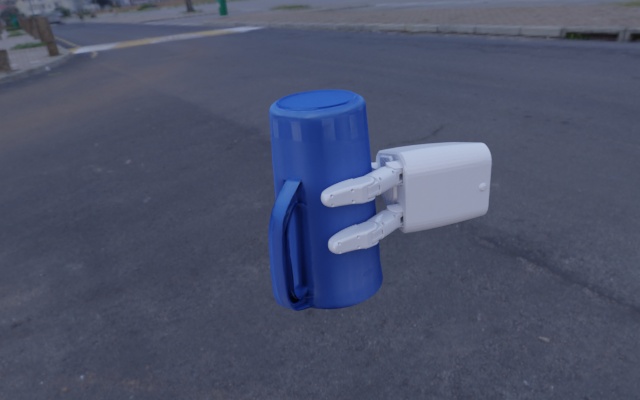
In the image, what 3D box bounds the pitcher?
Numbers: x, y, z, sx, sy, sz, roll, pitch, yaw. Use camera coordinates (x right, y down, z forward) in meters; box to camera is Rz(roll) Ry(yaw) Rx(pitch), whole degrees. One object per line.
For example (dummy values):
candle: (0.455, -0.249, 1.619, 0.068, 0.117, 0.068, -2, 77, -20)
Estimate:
pitcher: (0.000, 0.002, 0.566, 0.145, 0.243, 0.149, -9, 25, -8)
